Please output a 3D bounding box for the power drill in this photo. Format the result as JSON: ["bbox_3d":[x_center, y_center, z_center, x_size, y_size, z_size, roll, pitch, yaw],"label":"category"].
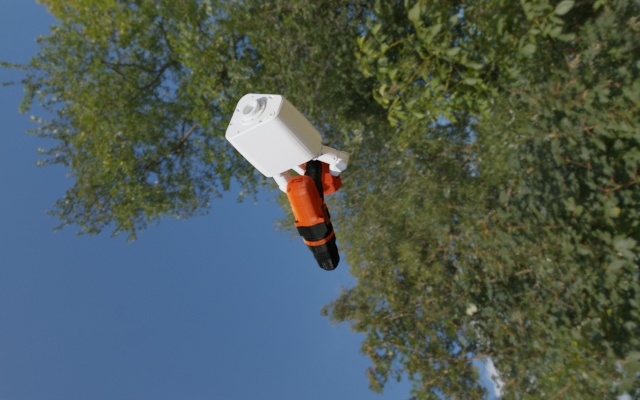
[{"bbox_3d":[0.000,0.002,0.823,0.057,0.184,0.187,-10,34,12],"label":"power drill"}]
